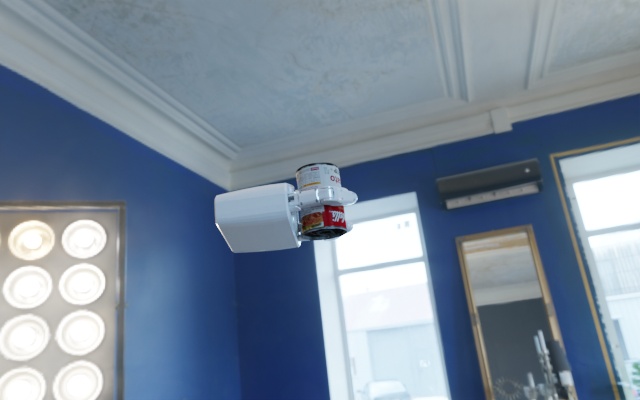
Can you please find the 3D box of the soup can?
[{"bbox_3d":[0.001,0.002,0.713,0.068,0.102,0.068,-6,-18,-2],"label":"soup can"}]
